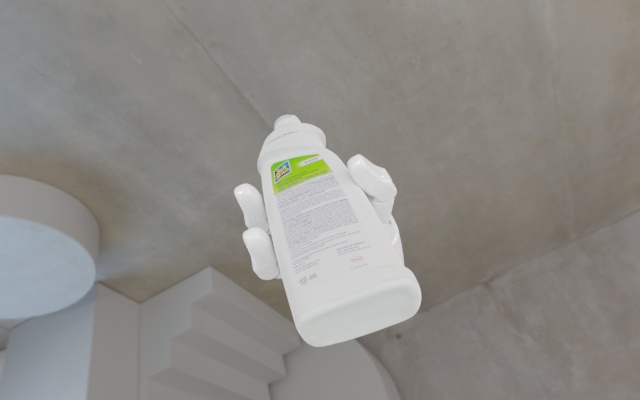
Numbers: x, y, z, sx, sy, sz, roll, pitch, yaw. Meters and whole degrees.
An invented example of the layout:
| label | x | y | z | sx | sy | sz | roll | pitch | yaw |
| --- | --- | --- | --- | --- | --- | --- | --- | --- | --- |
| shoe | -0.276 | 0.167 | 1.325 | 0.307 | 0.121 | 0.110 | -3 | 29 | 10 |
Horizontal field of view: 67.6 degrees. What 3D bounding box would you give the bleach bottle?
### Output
| label | x | y | z | sx | sy | sz | roll | pitch | yaw |
| --- | --- | --- | --- | --- | --- | --- | --- | --- | --- |
| bleach bottle | 0.000 | 0.001 | 0.445 | 0.102 | 0.250 | 0.068 | -19 | -42 | 1 |
